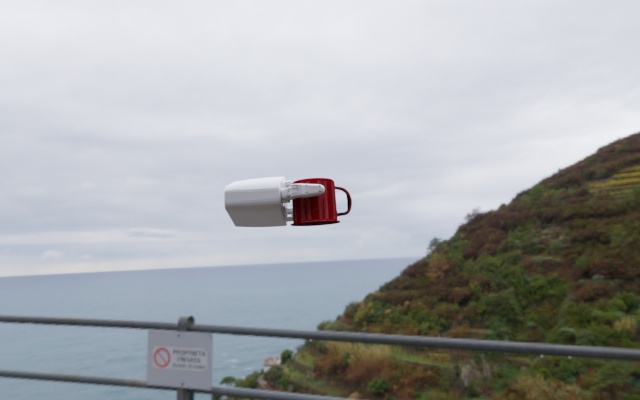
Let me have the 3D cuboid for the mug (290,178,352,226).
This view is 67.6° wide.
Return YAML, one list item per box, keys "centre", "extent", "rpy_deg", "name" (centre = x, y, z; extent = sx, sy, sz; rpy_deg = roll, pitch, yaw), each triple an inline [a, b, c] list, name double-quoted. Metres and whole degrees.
- centre: [0.002, 0.003, 0.891]
  extent: [0.117, 0.081, 0.093]
  rpy_deg: [-4, -7, 0]
  name: "mug"
